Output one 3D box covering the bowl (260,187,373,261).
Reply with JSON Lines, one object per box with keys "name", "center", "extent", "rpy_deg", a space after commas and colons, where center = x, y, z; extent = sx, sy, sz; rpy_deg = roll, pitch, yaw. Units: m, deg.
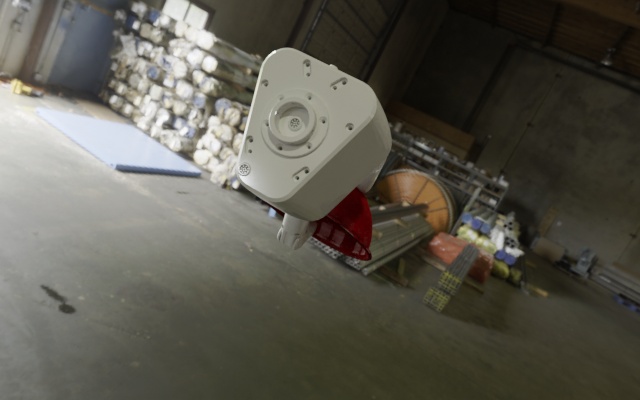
{"name": "bowl", "center": [0.000, 0.002, 0.535], "extent": [0.162, 0.055, 0.162], "rpy_deg": [31, -13, 8]}
